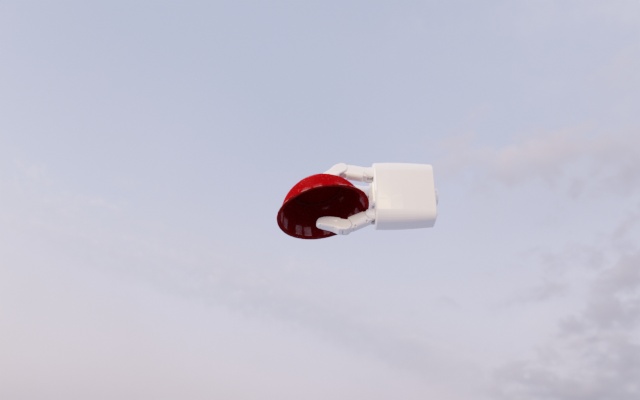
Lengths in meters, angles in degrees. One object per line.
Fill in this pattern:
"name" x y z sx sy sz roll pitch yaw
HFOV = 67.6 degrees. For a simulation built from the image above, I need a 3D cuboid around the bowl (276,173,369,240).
"bowl" -0.001 0.002 0.828 0.162 0.055 0.162 -9 -35 -7
